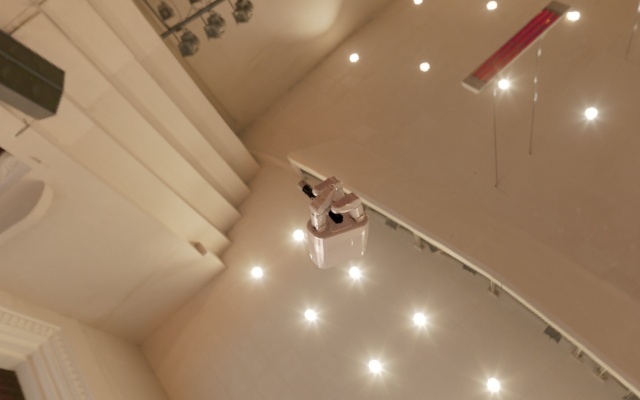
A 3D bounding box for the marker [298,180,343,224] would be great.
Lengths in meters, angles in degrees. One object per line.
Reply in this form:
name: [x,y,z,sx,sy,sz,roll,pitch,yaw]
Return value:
marker: [0.000,0.003,0.869,0.020,0.020,0.121,0,35,-47]
